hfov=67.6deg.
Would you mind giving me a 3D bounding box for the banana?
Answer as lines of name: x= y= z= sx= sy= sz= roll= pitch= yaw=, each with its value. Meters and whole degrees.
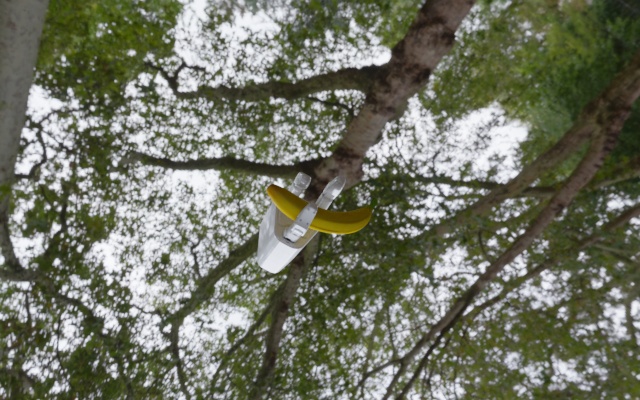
banana: x=0.004 y=0.020 z=0.793 sx=0.198 sy=0.069 sz=0.037 roll=9 pitch=-29 yaw=-21
